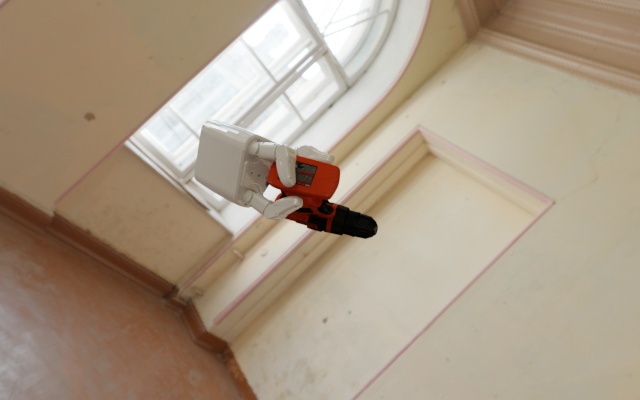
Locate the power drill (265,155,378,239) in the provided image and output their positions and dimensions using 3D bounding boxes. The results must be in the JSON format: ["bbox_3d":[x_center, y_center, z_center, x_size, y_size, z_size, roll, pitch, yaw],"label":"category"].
[{"bbox_3d":[0.000,0.002,0.755,0.184,0.057,0.188,13,-21,12],"label":"power drill"}]
